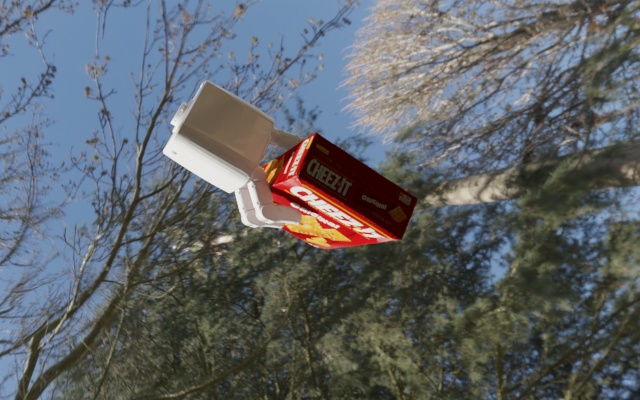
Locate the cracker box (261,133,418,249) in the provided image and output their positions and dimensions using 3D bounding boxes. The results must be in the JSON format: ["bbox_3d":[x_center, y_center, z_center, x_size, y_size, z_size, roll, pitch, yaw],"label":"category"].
[{"bbox_3d":[0.000,0.002,0.666,0.164,0.072,0.214,30,-20,-20],"label":"cracker box"}]
